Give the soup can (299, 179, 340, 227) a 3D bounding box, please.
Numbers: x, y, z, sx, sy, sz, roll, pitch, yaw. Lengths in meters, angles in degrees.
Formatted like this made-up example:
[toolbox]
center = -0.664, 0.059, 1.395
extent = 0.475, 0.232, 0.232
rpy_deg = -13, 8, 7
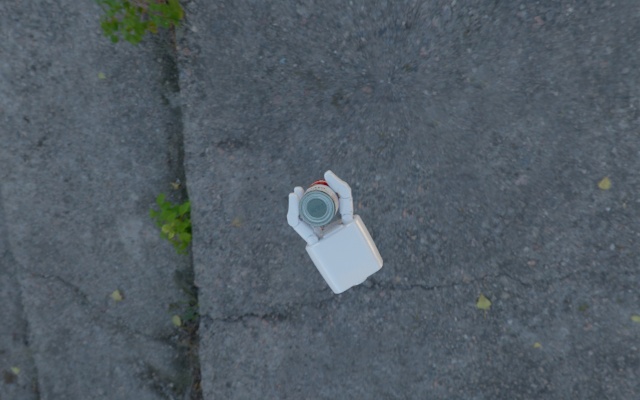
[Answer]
[soup can]
center = 0.000, 0.002, 0.881
extent = 0.068, 0.068, 0.102
rpy_deg = 0, 14, 8
